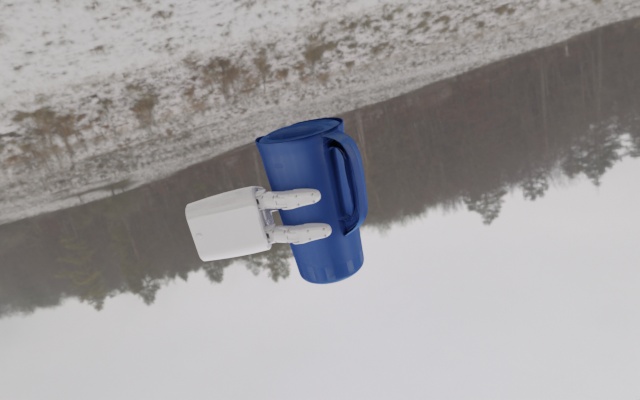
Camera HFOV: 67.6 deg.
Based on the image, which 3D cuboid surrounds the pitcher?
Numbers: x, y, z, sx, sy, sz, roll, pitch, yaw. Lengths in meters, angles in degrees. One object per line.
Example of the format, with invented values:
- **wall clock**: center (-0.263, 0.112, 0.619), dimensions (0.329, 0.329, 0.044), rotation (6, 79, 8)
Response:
- **pitcher**: center (0.000, 0.002, 0.728), dimensions (0.145, 0.243, 0.149), rotation (-12, 19, 4)
